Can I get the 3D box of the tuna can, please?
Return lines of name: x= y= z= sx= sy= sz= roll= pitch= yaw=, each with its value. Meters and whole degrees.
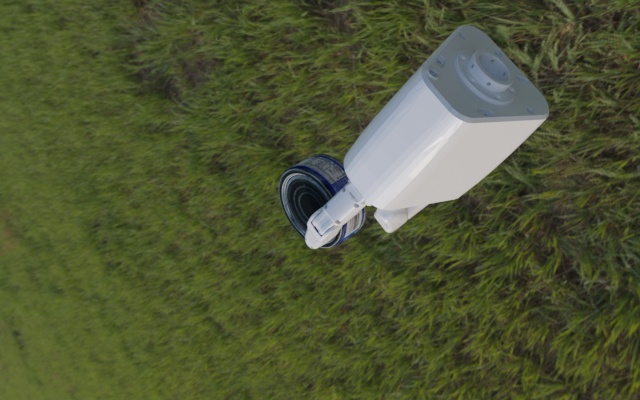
tuna can: x=0.000 y=0.002 z=0.453 sx=0.033 sy=0.086 sz=0.086 roll=-32 pitch=20 yaw=-36
